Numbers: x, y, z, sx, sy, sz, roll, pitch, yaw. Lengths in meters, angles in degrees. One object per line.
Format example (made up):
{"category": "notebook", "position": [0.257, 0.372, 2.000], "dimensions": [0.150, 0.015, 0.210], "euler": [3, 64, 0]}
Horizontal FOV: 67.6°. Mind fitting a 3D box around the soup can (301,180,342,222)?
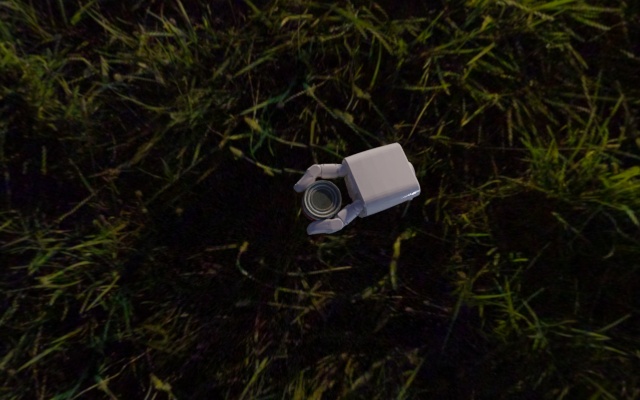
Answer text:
{"category": "soup can", "position": [0.000, 0.003, 0.864], "dimensions": [0.068, 0.068, 0.102], "euler": [0, -6, -4]}
